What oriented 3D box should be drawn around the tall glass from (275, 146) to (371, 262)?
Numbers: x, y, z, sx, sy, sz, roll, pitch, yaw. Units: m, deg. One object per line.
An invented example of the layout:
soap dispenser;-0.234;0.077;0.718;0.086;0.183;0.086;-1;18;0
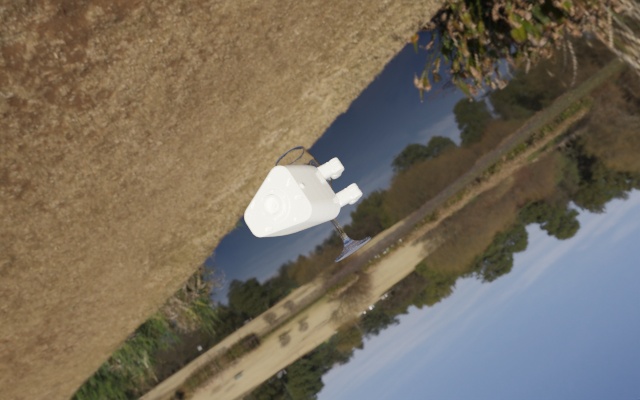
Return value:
tall glass;0.001;0.003;0.825;0.079;0.201;0.079;-32;-12;-8
